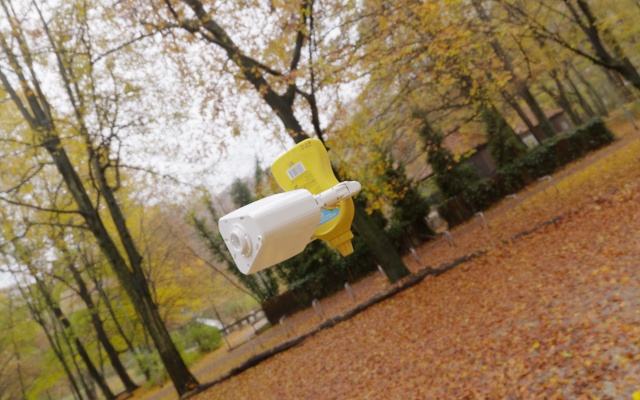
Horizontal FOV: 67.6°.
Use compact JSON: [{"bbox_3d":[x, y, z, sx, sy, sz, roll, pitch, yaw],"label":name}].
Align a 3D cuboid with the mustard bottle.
[{"bbox_3d":[0.000,0.002,0.775,0.096,0.191,0.058,-32,-8,25],"label":"mustard bottle"}]
